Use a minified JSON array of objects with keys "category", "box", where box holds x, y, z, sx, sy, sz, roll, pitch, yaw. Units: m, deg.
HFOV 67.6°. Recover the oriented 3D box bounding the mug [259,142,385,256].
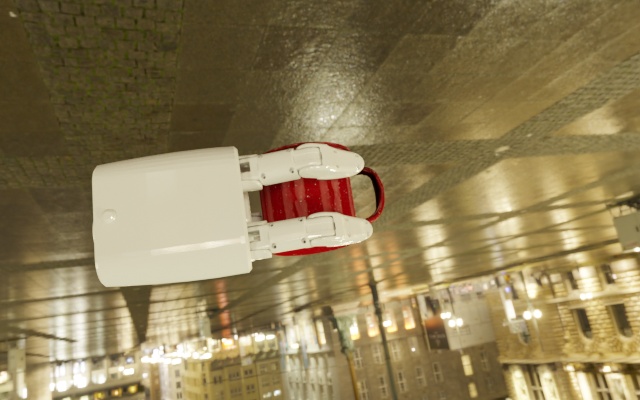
[{"category":"mug","box":[0.002,0.001,0.428,0.117,0.081,0.093,-7,-14,-8]}]
